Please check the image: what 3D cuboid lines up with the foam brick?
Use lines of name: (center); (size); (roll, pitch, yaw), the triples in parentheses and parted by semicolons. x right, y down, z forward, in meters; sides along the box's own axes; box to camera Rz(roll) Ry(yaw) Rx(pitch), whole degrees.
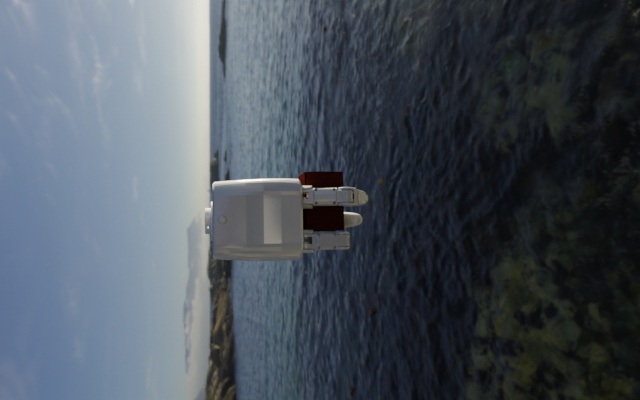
foam brick: (0.000, 0.002, 0.624); (0.051, 0.078, 0.053); (0, -4, -10)
